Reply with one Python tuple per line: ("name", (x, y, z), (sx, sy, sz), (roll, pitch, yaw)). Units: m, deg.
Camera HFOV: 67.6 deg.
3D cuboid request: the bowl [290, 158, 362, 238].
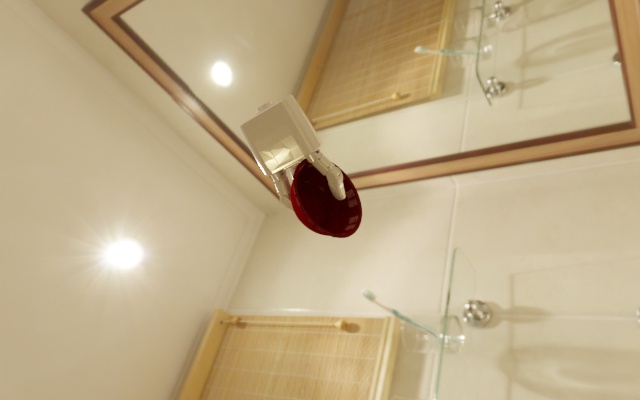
("bowl", (0.000, 0.004, 0.872), (0.162, 0.162, 0.055), (0, -25, -44))
